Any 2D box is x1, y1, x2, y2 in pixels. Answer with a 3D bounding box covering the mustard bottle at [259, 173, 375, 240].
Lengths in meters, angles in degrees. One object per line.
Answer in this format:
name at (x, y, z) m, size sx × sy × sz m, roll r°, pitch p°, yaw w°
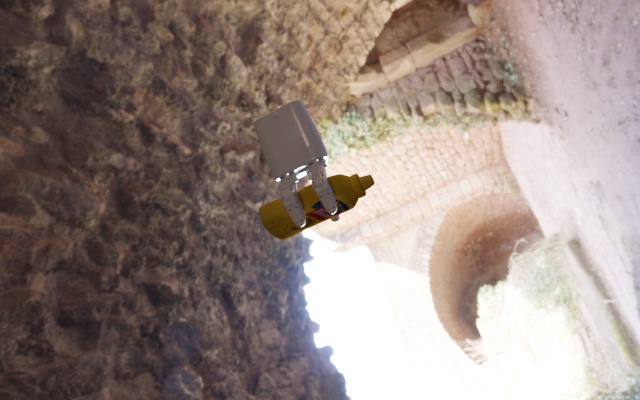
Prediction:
mustard bottle at (0.000, 0.003, 0.800) m, size 0.191 × 0.058 × 0.096 m, roll -24°, pitch -28°, yaw 14°
